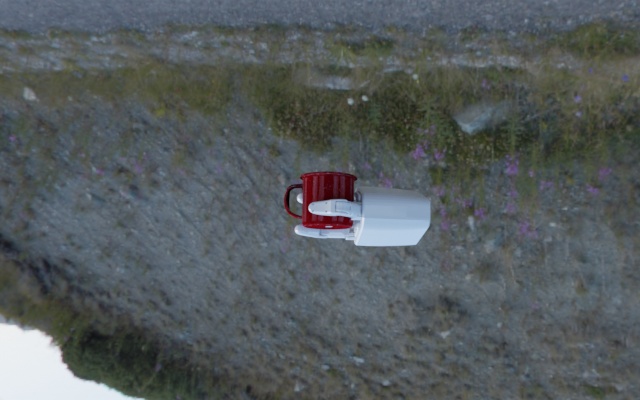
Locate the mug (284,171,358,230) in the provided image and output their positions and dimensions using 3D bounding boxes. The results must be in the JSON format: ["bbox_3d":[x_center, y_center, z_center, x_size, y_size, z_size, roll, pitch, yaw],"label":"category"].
[{"bbox_3d":[-0.001,0.003,0.761,0.117,0.081,0.093,2,-9,-2],"label":"mug"}]
